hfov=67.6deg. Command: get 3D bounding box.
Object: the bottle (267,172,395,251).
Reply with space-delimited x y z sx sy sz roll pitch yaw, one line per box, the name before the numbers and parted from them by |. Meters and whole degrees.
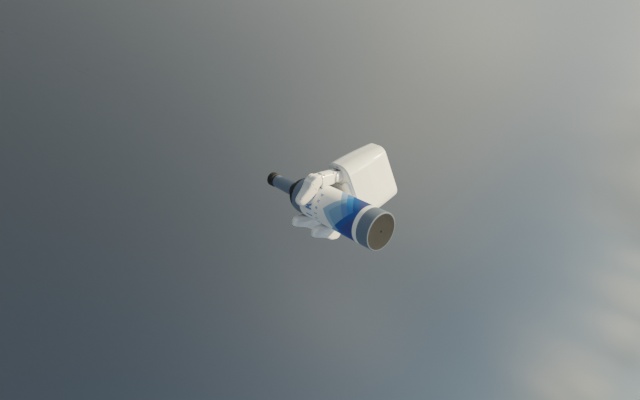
bottle | 0.000 0.003 0.856 0.069 0.069 0.295 0 19 -44
